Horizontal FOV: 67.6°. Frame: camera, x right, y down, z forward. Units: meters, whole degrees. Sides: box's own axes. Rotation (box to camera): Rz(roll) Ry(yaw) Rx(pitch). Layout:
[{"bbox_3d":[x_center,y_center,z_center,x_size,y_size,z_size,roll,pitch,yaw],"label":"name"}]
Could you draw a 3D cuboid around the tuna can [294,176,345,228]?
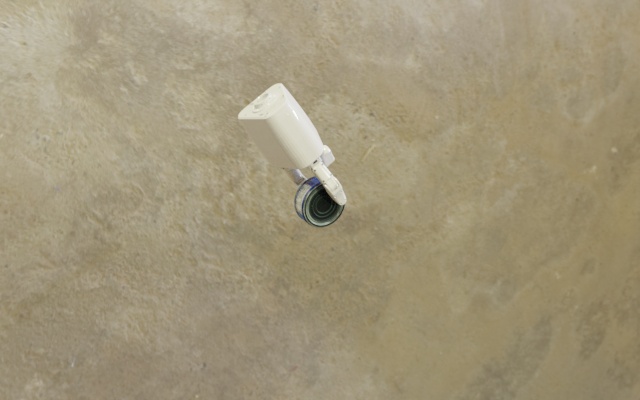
[{"bbox_3d":[0.000,0.003,0.821,0.086,0.086,0.033,0,20,-31],"label":"tuna can"}]
